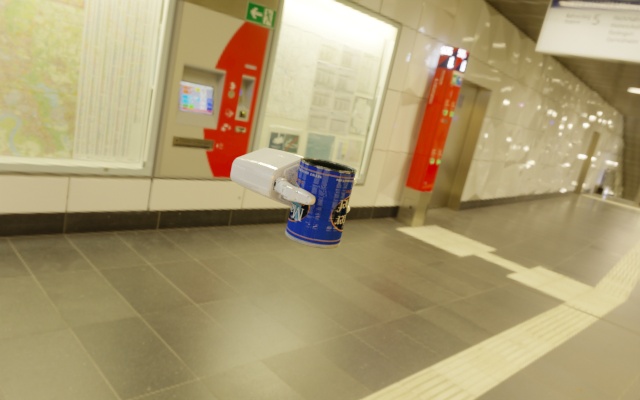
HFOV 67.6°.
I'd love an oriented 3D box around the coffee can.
[{"bbox_3d":[0.000,0.003,0.857,0.103,0.140,0.102,12,12,-3],"label":"coffee can"}]
